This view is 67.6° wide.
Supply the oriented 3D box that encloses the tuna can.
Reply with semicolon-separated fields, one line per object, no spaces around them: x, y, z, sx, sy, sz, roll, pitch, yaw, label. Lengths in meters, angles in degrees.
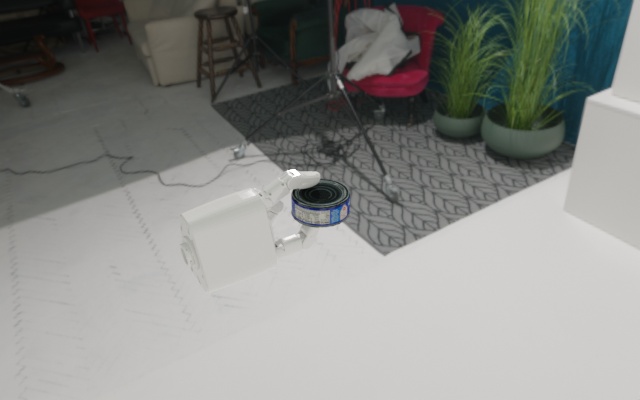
0.000;0.002;0.688;0.086;0.034;0.086;0;30;0;tuna can
